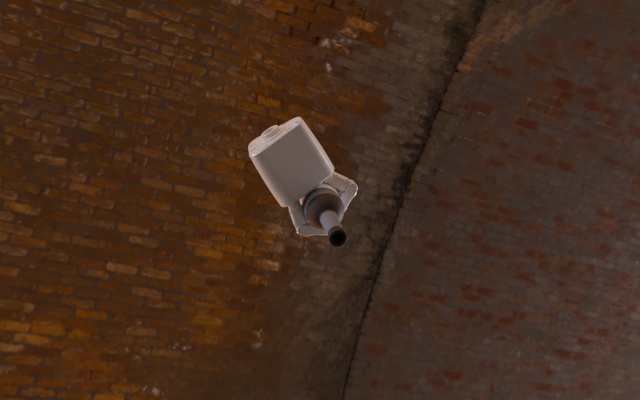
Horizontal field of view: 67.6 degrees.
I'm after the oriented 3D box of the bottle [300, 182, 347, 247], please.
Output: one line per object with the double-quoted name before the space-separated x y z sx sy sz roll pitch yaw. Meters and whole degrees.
"bottle" 0.000 0.003 0.828 0.069 0.069 0.295 0 21 -11
